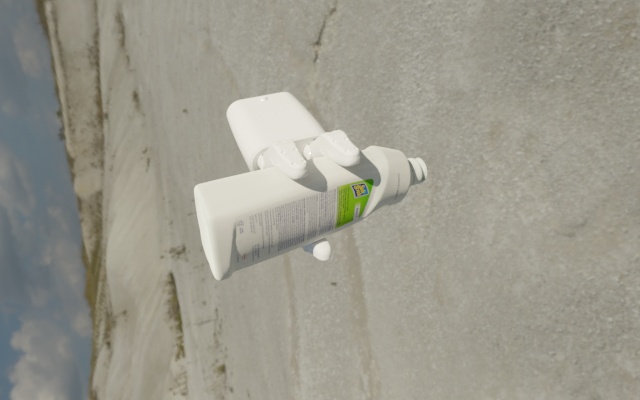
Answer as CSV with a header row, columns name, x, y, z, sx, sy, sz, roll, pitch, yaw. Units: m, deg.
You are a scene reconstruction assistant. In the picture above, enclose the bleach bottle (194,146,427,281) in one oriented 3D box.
name,x,y,z,sx,sy,sz,roll,pitch,yaw
bleach bottle,0.000,0.002,0.509,0.251,0.103,0.068,-15,46,-20
